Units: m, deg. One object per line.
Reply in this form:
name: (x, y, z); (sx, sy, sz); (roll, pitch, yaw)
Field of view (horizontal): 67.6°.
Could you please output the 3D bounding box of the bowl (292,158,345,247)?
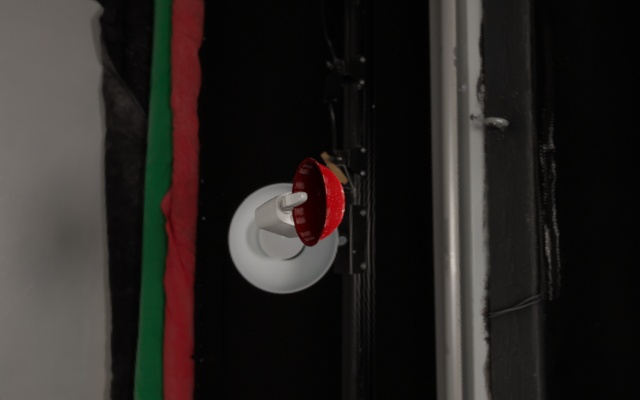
bowl: (0.001, 0.003, 0.876); (0.055, 0.162, 0.162); (-1, 0, -24)
